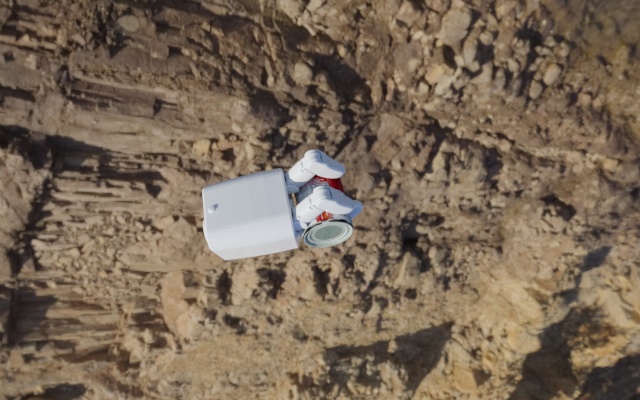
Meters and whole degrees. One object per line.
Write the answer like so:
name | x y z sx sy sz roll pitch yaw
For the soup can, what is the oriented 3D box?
soup can | 0.001 0.002 0.629 0.068 0.102 0.068 -10 -32 -6
